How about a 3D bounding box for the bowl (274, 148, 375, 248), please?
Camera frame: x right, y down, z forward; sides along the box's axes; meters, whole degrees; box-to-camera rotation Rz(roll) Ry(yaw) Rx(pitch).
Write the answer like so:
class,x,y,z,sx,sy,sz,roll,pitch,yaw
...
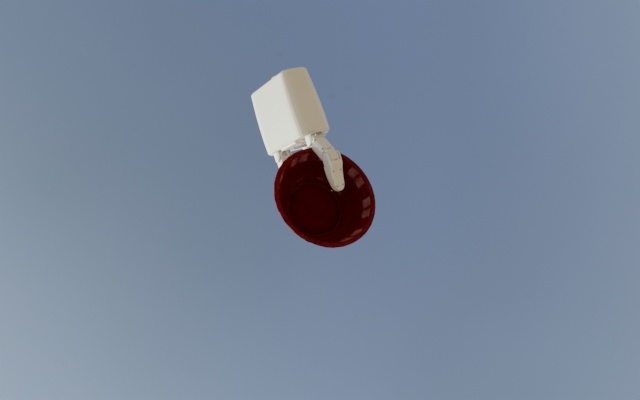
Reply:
class,x,y,z,sx,sy,sz,roll,pitch,yaw
bowl,0.000,0.004,0.727,0.162,0.162,0.055,0,-23,-22
